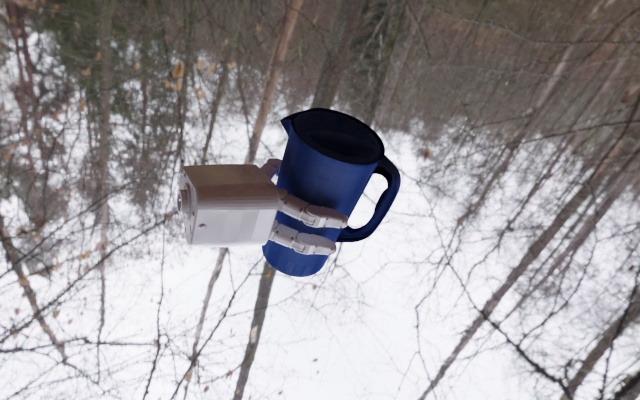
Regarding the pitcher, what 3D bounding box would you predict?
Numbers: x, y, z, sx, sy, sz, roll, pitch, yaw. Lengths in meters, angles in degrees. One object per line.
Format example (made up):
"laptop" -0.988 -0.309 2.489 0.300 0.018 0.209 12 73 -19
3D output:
"pitcher" 0.000 0.002 0.702 0.145 0.243 0.149 -2 42 -28
